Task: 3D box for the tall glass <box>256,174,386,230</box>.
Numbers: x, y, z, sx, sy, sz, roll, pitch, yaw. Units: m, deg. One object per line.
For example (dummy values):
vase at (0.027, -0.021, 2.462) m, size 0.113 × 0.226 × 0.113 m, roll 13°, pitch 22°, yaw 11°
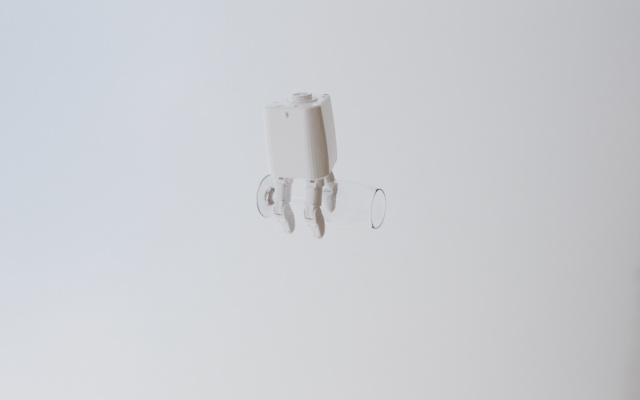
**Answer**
tall glass at (0.000, 0.003, 0.766) m, size 0.201 × 0.079 × 0.079 m, roll 7°, pitch 3°, yaw 27°
